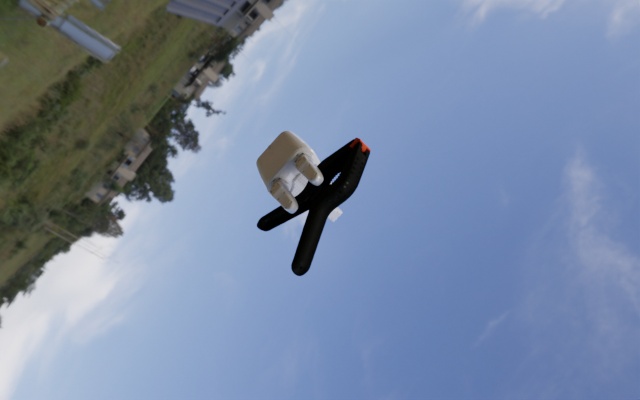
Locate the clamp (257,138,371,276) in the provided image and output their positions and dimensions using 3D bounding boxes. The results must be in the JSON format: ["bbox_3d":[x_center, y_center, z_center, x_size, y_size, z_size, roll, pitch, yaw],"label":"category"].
[{"bbox_3d":[0.001,0.002,0.689,0.036,0.210,0.164,40,7,-34],"label":"clamp"}]
